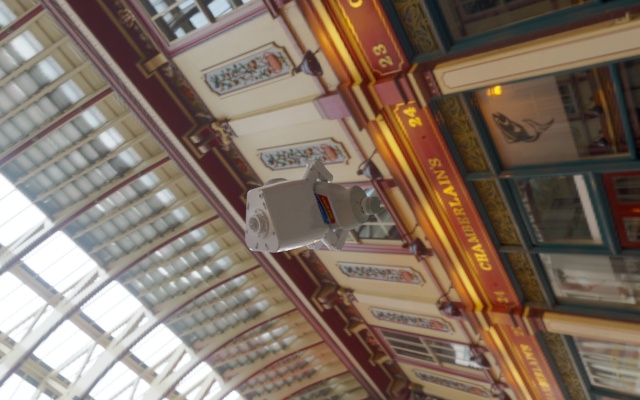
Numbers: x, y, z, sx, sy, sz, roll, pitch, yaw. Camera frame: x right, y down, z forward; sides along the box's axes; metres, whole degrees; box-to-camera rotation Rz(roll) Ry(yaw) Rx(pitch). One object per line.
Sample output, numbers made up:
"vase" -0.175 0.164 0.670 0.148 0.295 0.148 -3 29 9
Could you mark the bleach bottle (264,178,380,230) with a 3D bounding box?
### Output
"bleach bottle" 0.000 0.003 0.877 0.251 0.102 0.068 -2 8 45
